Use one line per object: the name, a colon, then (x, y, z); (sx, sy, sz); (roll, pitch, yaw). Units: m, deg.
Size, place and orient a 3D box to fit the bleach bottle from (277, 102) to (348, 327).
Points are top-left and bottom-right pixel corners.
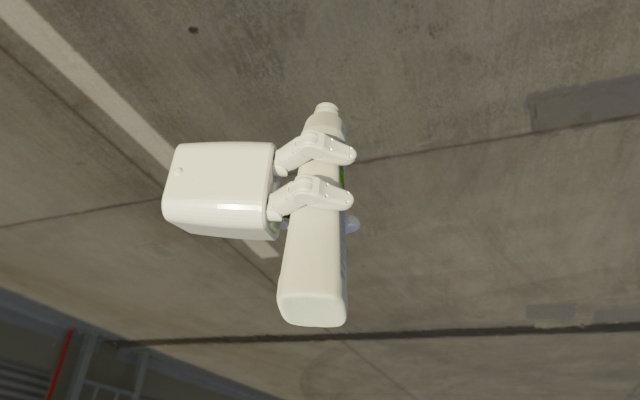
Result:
bleach bottle: (0.000, 0.002, 0.526); (0.068, 0.250, 0.103); (1, -31, 5)
